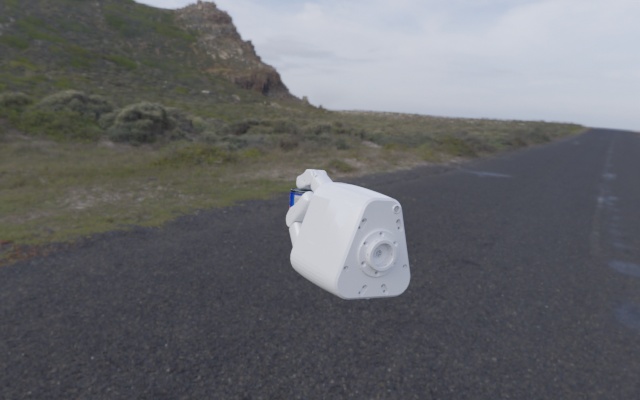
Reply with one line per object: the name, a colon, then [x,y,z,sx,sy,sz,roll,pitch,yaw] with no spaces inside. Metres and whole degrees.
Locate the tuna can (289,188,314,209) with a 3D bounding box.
tuna can: [0.000,0.002,0.652,0.086,0.034,0.086,2,5,0]
